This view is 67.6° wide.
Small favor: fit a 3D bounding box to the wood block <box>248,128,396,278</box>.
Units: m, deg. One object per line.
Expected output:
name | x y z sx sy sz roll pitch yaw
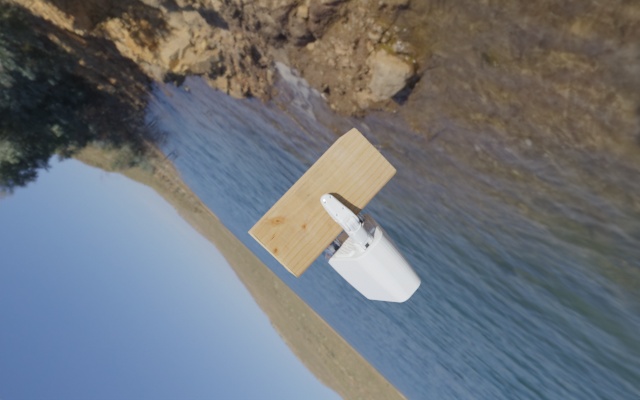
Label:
wood block | 0.000 0.003 0.697 0.090 0.206 0.091 45 -10 -8
